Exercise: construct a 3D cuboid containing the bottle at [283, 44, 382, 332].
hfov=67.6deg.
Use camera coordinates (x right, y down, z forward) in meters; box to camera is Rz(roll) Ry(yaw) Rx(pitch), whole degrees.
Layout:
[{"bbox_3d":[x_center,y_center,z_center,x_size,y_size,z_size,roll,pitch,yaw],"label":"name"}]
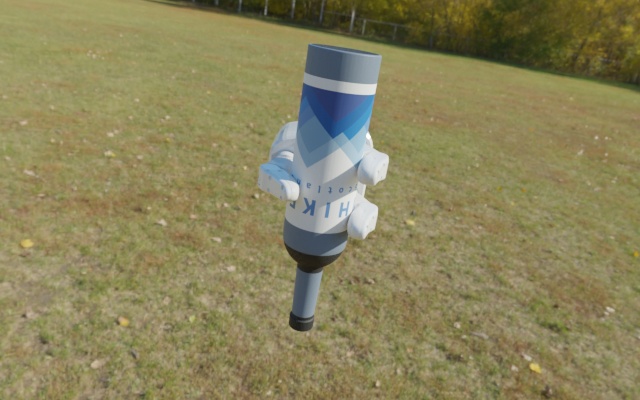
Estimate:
[{"bbox_3d":[0.000,0.001,0.477,0.069,0.296,0.069,8,21,-3],"label":"bottle"}]
